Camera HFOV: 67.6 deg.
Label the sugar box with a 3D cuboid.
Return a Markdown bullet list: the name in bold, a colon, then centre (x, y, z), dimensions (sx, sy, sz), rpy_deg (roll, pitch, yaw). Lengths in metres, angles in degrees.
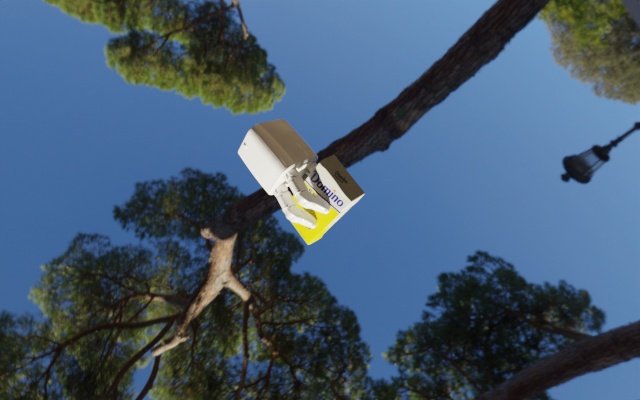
- **sugar box**: centre (0.000, 0.003, 0.892), dimensions (0.048, 0.093, 0.176), rpy_deg (-31, -12, -38)
